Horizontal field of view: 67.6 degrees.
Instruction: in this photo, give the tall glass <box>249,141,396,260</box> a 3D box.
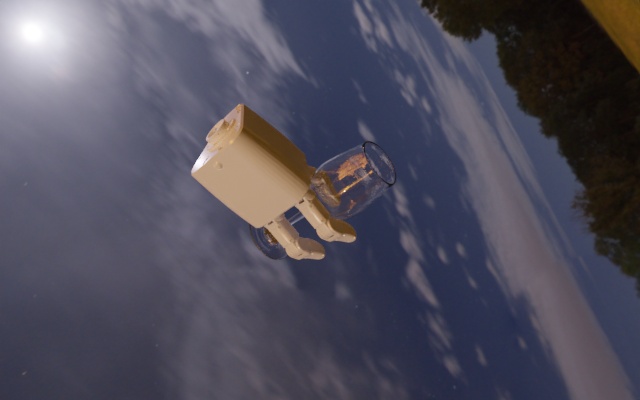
[{"bbox_3d":[0.000,0.002,0.619,0.201,0.079,0.079,-33,-18,30],"label":"tall glass"}]
